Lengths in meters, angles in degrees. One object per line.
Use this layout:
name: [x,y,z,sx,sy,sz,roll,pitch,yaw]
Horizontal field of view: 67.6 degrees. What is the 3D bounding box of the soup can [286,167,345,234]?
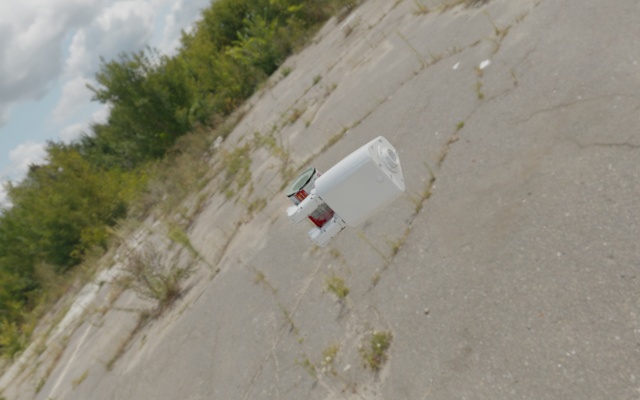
soup can: [0.000,0.003,0.799,0.102,0.068,0.068,45,-17,-17]
